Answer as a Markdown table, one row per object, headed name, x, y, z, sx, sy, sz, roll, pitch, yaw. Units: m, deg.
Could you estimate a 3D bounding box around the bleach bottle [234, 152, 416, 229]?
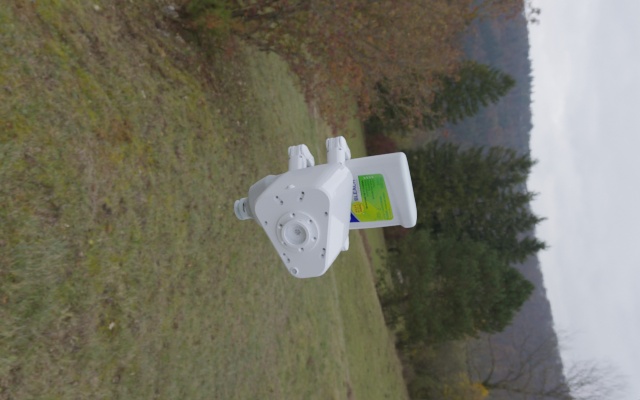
| name | x | y | z | sx | sy | sz | roll | pitch | yaw |
| --- | --- | --- | --- | --- | --- | --- | --- | --- | --- |
| bleach bottle | 0.000 | 0.002 | 0.668 | 0.251 | 0.102 | 0.068 | -9 | 15 | 17 |
